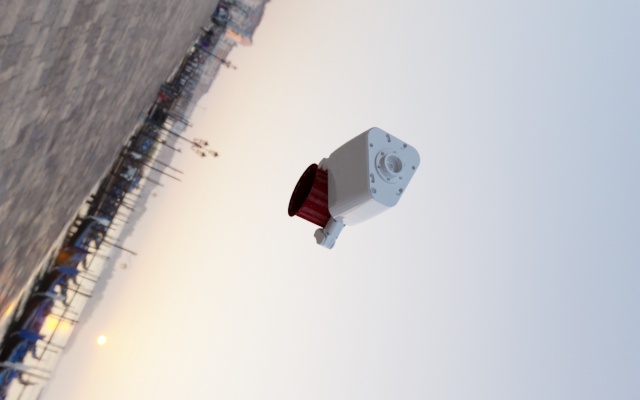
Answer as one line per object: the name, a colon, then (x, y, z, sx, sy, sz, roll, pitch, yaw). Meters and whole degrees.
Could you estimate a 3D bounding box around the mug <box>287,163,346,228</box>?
mug: (0.000, 0.003, 0.764, 0.081, 0.093, 0.117, 26, -24, -18)
